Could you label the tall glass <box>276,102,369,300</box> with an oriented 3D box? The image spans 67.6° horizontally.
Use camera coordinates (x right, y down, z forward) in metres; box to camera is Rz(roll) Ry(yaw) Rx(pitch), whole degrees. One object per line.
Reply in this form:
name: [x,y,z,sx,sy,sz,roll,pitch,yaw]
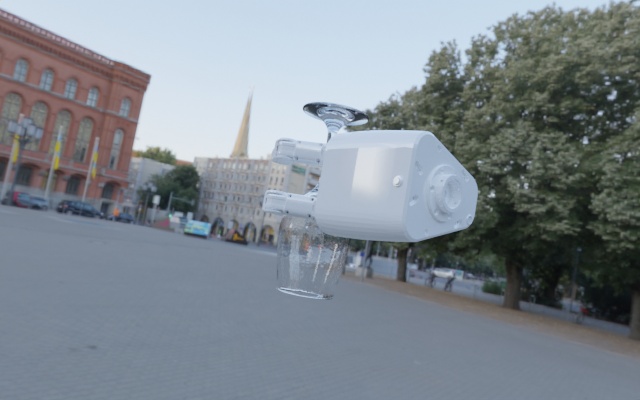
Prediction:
tall glass: [0.000,0.001,0.517,0.079,0.201,0.079,10,-5,1]
